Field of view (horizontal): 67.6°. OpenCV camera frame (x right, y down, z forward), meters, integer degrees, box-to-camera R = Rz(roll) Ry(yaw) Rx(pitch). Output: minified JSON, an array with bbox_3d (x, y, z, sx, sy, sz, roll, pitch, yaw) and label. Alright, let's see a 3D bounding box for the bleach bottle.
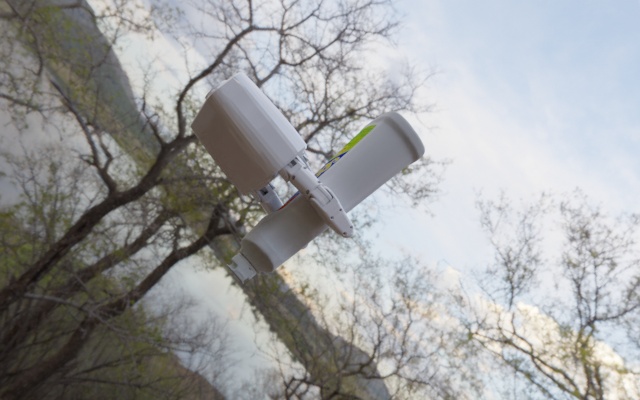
[{"bbox_3d":[0.000,0.002,0.549,0.251,0.068,0.102,-41,8,-15],"label":"bleach bottle"}]
